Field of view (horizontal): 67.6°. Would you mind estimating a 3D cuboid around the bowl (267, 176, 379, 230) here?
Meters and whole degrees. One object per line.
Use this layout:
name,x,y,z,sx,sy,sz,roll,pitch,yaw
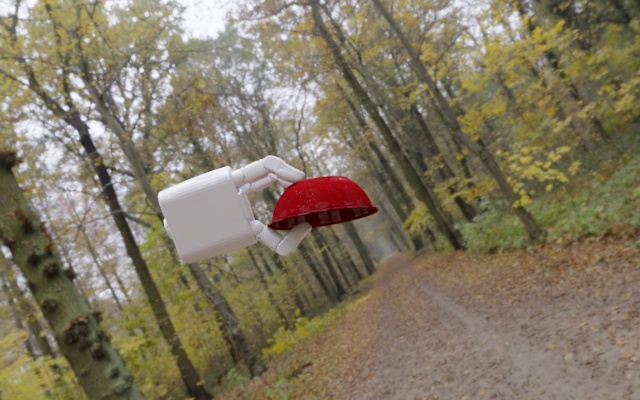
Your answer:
bowl,0.001,0.002,0.689,0.162,0.055,0.162,-8,-10,-1
